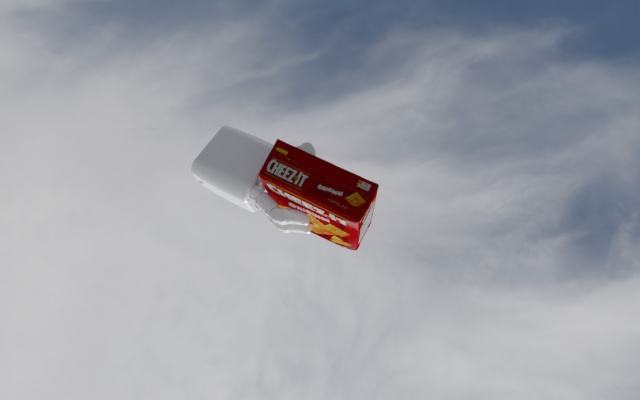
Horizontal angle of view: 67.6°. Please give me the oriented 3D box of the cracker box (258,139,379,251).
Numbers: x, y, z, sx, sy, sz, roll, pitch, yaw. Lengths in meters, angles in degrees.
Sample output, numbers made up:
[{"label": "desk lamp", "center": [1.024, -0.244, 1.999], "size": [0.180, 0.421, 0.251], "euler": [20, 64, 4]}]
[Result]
[{"label": "cracker box", "center": [0.000, 0.002, 0.767], "size": [0.164, 0.072, 0.214], "euler": [25, -14, 10]}]
